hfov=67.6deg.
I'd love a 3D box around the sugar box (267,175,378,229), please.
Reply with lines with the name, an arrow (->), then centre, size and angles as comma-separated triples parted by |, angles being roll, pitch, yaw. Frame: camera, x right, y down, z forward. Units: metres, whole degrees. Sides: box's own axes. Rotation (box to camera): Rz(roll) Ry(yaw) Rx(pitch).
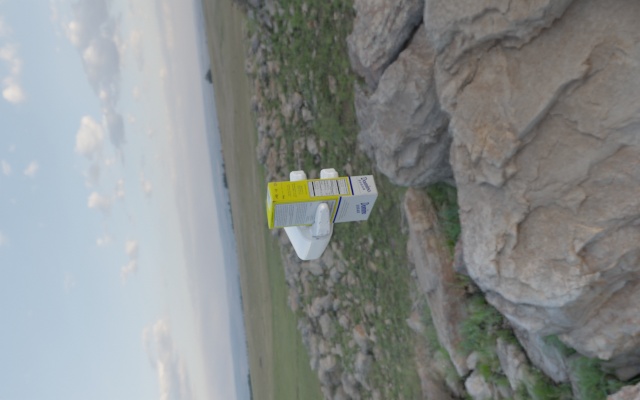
sugar box -> 0.000, 0.002, 0.804 | 0.176, 0.048, 0.093 | -7, -29, -12
